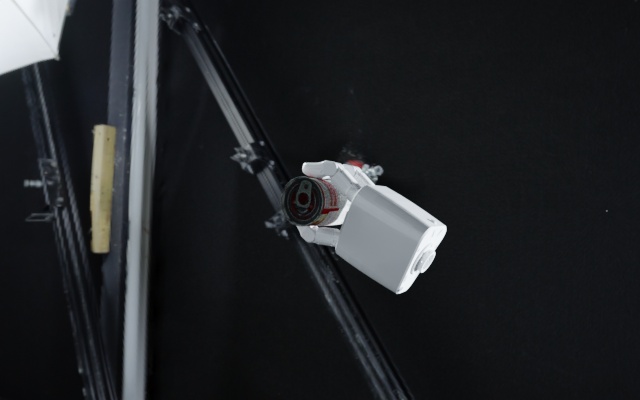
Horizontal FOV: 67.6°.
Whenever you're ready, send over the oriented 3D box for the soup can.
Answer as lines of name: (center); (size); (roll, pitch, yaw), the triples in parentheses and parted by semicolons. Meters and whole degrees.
soup can: (0.000, 0.002, 0.687); (0.068, 0.068, 0.102); (0, -1, 31)
